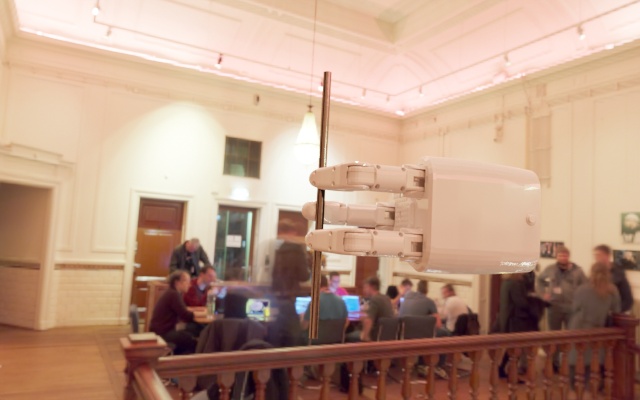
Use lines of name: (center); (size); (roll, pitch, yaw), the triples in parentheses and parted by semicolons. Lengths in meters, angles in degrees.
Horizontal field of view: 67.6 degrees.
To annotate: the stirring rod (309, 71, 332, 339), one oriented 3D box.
stirring rod: (0.000, 0.002, 0.431); (0.011, 0.239, 0.011); (3, -5, 0)
